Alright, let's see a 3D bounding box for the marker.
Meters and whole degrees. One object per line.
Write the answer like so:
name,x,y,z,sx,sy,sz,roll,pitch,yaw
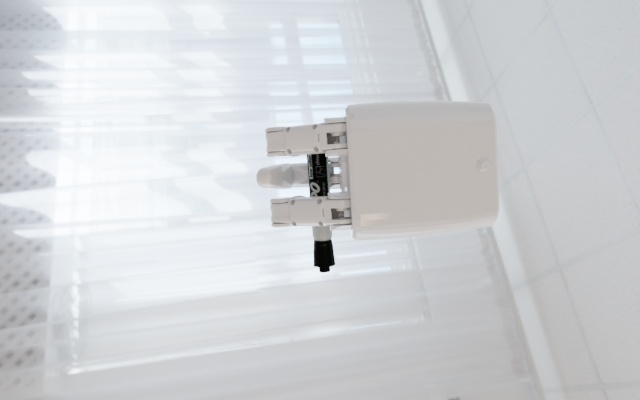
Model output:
marker,0.000,0.001,0.406,0.020,0.121,0.020,-4,5,0
